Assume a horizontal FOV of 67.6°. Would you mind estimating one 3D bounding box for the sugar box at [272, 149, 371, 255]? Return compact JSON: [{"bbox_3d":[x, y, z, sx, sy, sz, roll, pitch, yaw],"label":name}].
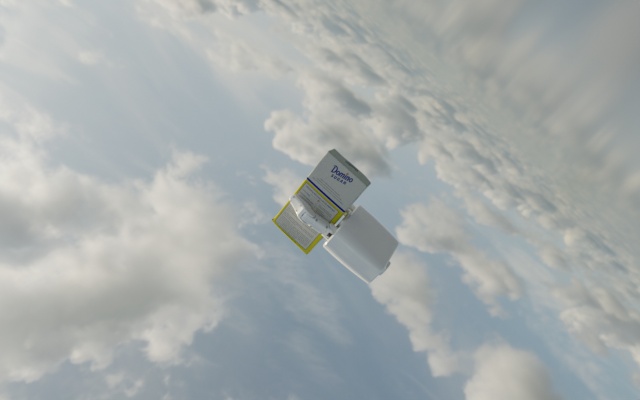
[{"bbox_3d":[0.000,0.003,0.857,0.093,0.176,0.048,43,20,5],"label":"sugar box"}]
